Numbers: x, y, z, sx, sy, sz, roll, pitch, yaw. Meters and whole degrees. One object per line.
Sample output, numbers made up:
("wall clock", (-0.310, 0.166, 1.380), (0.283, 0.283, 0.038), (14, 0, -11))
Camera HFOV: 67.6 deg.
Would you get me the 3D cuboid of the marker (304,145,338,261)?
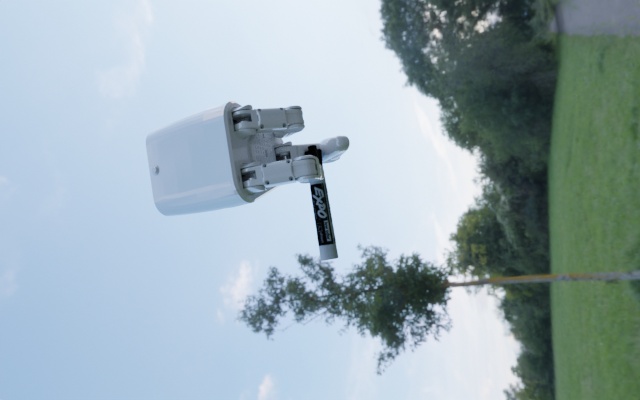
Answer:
("marker", (0.000, 0.002, 0.499), (0.020, 0.121, 0.020), (-9, -5, -1))
